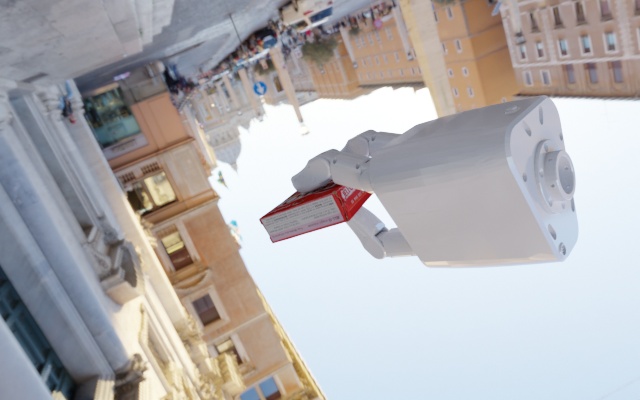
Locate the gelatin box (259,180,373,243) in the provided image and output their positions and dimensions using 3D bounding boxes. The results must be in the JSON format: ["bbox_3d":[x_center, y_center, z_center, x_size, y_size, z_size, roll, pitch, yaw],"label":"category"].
[{"bbox_3d":[0.000,0.002,0.431,0.089,0.030,0.073,-20,13,35],"label":"gelatin box"}]
